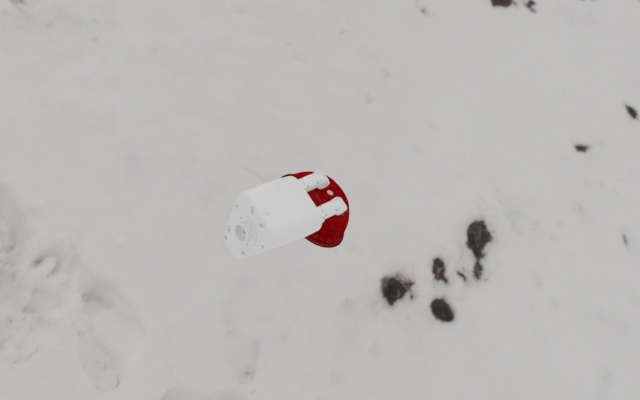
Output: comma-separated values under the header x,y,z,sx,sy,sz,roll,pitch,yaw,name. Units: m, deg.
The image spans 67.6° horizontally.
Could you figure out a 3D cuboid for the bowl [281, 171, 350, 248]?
x,y,z,sx,sy,sz,roll,pitch,yaw,name
0.001,0.002,0.855,0.055,0.162,0.162,-41,-23,30,bowl
